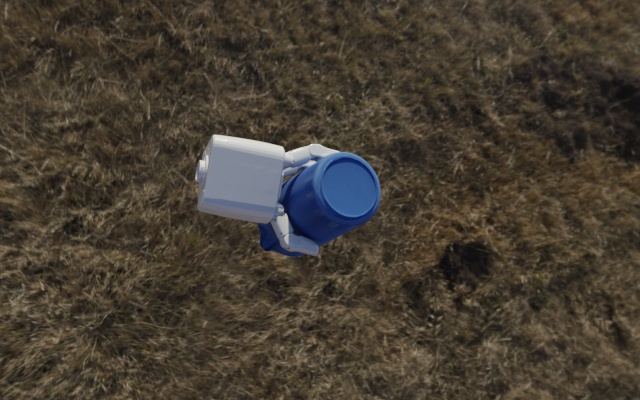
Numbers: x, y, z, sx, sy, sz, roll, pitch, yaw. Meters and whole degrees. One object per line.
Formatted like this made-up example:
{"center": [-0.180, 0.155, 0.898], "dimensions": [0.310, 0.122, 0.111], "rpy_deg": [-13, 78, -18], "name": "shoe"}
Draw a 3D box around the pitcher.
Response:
{"center": [0.000, 0.003, 0.772], "dimensions": [0.145, 0.149, 0.243], "rpy_deg": [9, -17, -22], "name": "pitcher"}
